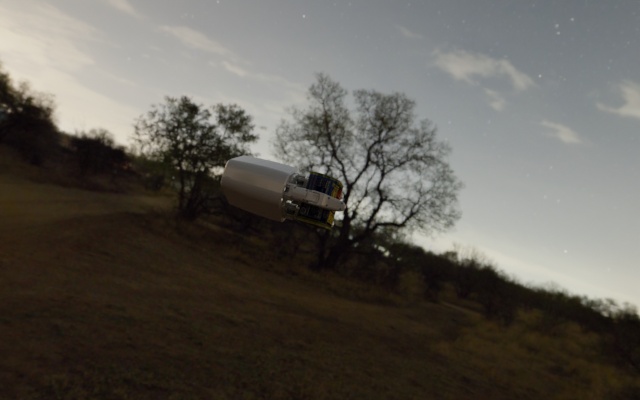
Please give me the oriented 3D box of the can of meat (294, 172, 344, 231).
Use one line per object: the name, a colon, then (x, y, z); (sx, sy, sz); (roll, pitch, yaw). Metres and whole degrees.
can of meat: (0.000, 0.002, 0.816); (0.057, 0.084, 0.102); (16, -5, 10)
